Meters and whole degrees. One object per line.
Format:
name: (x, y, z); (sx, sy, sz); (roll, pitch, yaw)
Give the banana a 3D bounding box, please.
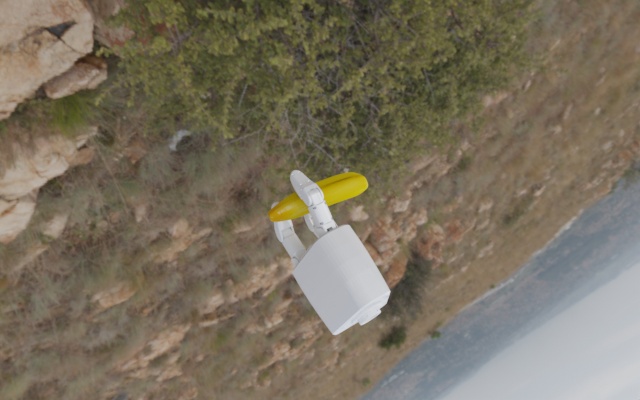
banana: (0.013, -0.008, 0.694); (0.198, 0.037, 0.070); (-18, -20, -47)
